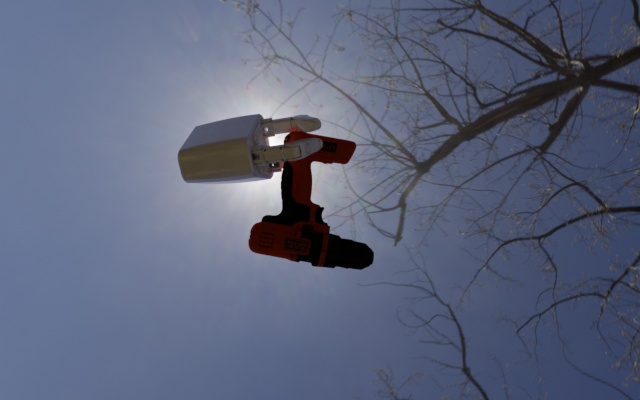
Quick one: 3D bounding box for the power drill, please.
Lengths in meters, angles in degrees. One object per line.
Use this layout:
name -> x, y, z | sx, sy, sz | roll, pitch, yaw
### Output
power drill -> 0.000, 0.002, 0.696 | 0.184, 0.187, 0.057 | 11, -4, -9
